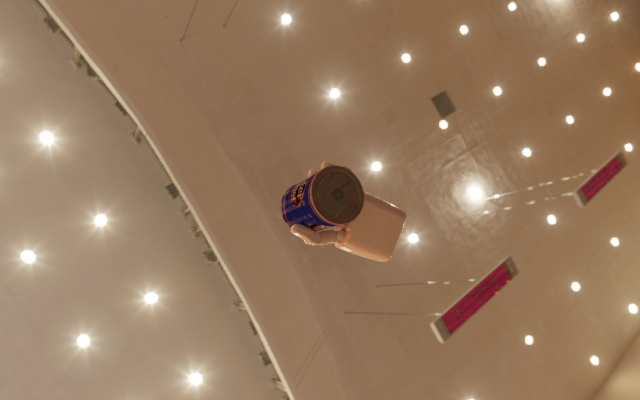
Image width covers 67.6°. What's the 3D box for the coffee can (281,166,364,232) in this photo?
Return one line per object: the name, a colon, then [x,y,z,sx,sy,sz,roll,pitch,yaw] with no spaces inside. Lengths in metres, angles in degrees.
coffee can: [0.000,0.003,0.874,0.103,0.103,0.140,0,-11,-27]
